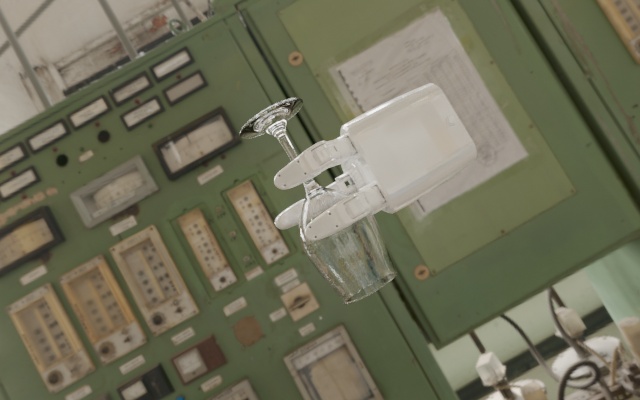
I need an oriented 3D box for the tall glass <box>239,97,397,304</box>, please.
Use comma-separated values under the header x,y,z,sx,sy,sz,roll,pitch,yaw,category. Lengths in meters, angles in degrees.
x,y,z,sx,sy,sz,roll,pitch,yaw,category
0.000,0.001,0.480,0.079,0.201,0.079,-30,-4,-2,tall glass
